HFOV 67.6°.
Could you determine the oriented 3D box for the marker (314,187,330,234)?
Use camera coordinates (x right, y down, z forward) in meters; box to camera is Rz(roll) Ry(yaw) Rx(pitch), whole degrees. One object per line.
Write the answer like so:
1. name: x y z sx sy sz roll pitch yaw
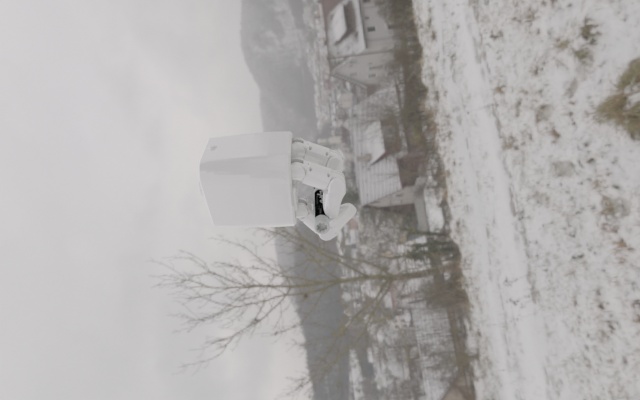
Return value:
1. marker: 0.000 0.002 0.621 0.020 0.020 0.121 0 31 -2
